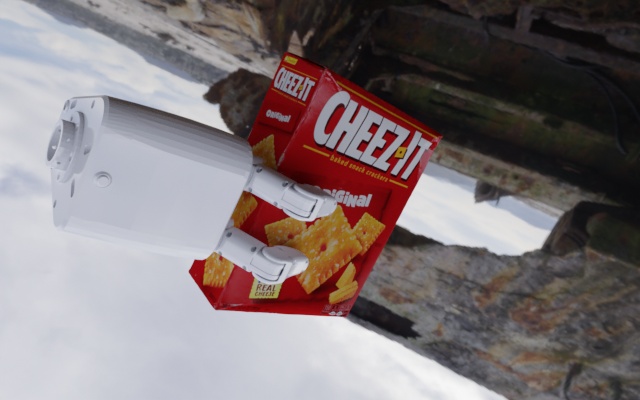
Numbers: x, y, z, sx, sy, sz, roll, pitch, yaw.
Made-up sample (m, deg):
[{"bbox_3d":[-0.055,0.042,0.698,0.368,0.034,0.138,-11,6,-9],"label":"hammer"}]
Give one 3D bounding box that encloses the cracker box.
[{"bbox_3d":[0.000,0.002,0.442,0.164,0.214,0.072,17,14,-42],"label":"cracker box"}]
